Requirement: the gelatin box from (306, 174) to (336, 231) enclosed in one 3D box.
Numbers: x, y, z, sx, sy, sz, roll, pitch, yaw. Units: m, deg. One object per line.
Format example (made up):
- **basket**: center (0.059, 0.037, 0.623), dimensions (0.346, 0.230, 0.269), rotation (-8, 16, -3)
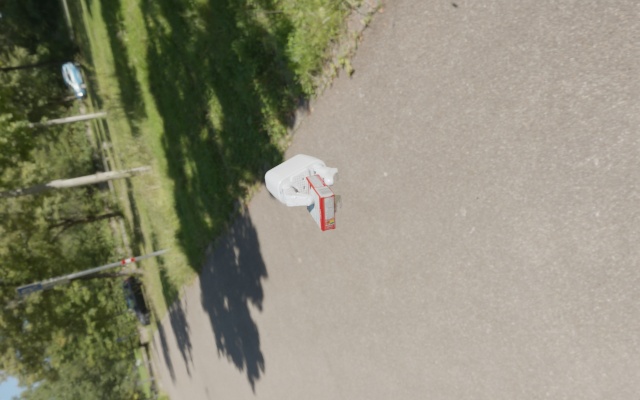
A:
- **gelatin box**: center (0.000, 0.003, 0.886), dimensions (0.030, 0.073, 0.089), rotation (-12, 31, -16)
